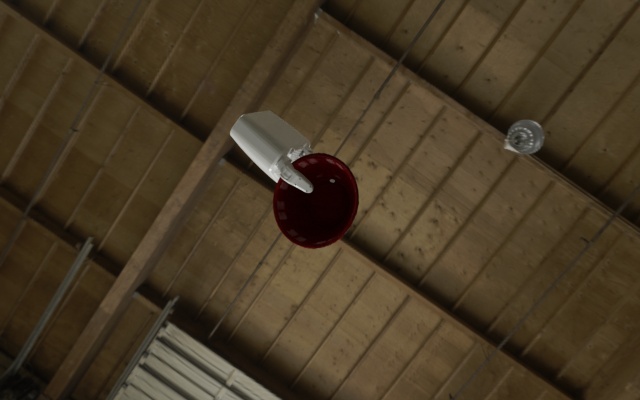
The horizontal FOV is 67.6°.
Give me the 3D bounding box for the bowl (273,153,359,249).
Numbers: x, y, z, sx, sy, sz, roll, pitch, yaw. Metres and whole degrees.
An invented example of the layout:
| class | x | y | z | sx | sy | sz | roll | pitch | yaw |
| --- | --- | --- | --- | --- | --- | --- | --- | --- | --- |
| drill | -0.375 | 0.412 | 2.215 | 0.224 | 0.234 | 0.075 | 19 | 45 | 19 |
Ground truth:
| class | x | y | z | sx | sy | sz | roll | pitch | yaw |
| --- | --- | --- | --- | --- | --- | --- | --- | --- | --- |
| bowl | 0.001 | 0.004 | 0.821 | 0.162 | 0.162 | 0.055 | 0 | -7 | 27 |
